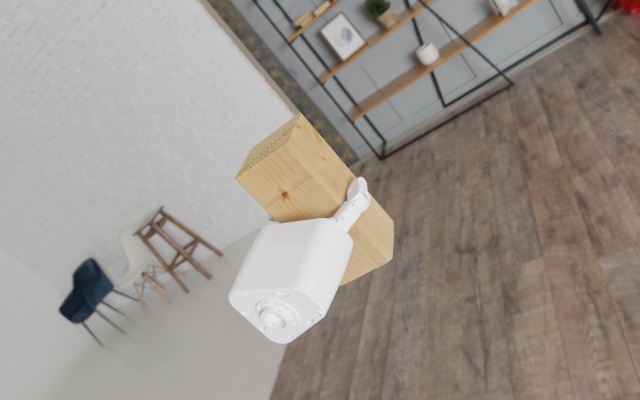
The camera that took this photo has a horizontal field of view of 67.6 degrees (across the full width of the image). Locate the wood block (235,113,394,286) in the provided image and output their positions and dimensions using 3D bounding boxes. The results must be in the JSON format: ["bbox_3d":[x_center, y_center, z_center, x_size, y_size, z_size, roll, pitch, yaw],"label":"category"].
[{"bbox_3d":[0.000,0.002,0.629,0.091,0.206,0.090,-32,23,26],"label":"wood block"}]
